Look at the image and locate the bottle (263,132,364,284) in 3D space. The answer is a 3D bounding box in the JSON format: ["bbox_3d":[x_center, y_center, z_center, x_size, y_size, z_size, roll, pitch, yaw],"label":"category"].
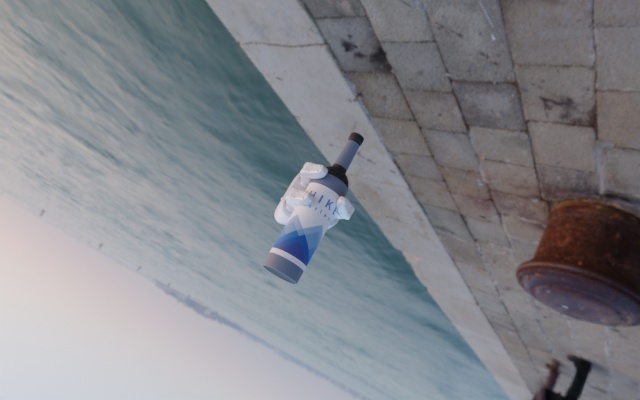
[{"bbox_3d":[0.000,0.003,0.845,0.069,0.295,0.069,27,-18,9],"label":"bottle"}]
